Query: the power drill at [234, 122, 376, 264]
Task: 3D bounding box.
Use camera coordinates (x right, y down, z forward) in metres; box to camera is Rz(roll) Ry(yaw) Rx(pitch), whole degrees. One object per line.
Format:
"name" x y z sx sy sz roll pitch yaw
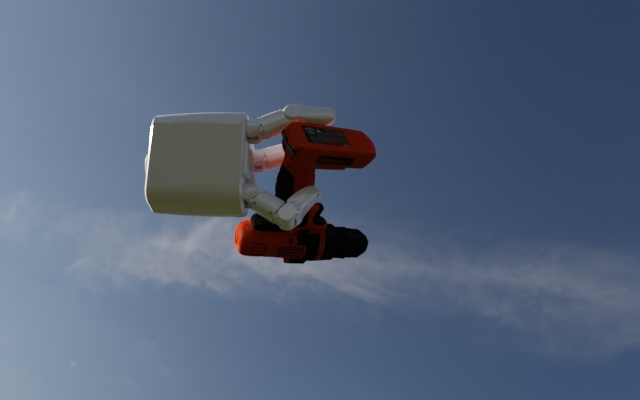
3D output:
"power drill" 0.000 0.002 0.589 0.184 0.188 0.057 4 37 -25
